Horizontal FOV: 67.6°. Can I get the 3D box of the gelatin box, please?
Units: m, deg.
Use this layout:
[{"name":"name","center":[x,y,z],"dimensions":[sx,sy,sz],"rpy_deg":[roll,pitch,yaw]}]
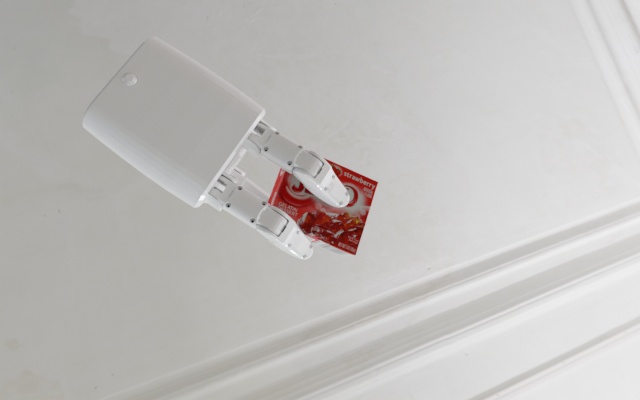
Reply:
[{"name":"gelatin box","center":[0.000,0.002,0.431],"dimensions":[0.089,0.073,0.030],"rpy_deg":[23,-15,-18]}]
